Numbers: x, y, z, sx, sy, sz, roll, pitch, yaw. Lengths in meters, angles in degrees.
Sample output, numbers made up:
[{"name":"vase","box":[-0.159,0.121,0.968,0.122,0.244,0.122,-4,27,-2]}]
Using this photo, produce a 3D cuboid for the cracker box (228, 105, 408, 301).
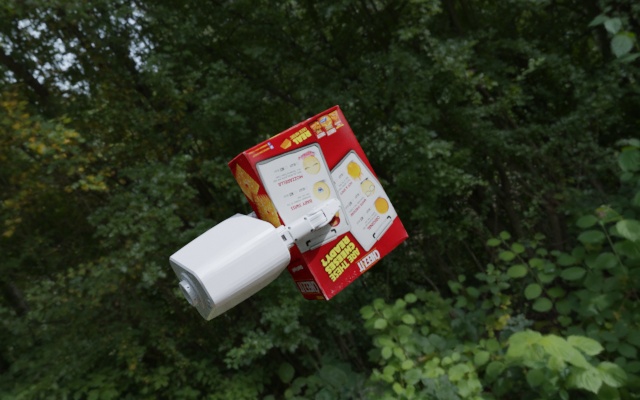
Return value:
[{"name":"cracker box","box":[0.000,0.002,0.653,0.164,0.214,0.072,-33,7,-30]}]
